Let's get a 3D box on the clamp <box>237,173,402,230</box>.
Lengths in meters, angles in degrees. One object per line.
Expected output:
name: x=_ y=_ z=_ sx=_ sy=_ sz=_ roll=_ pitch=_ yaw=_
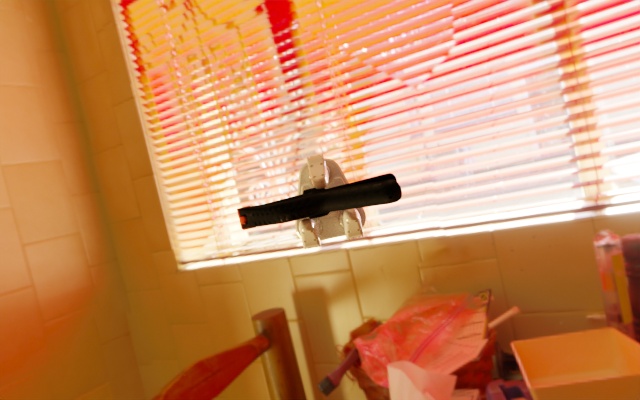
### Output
clamp: x=-0.001 y=0.001 z=0.574 sx=0.210 sy=0.036 sz=0.164 roll=-13 pitch=3 yaw=2
